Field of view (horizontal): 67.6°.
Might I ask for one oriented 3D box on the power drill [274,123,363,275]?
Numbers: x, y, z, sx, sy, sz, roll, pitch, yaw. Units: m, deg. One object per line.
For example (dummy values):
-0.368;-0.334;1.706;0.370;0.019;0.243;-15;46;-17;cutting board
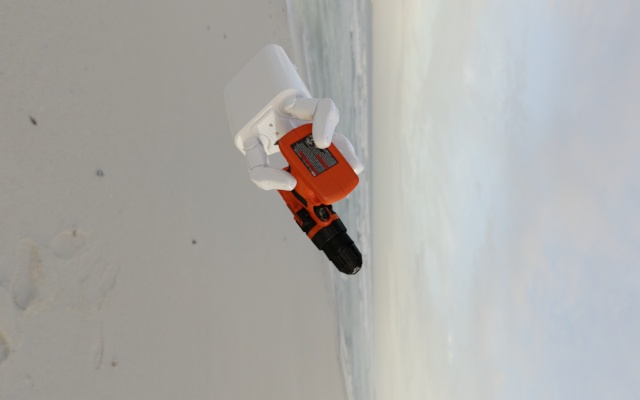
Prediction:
0.000;0.002;0.617;0.057;0.184;0.188;-34;-17;-18;power drill
